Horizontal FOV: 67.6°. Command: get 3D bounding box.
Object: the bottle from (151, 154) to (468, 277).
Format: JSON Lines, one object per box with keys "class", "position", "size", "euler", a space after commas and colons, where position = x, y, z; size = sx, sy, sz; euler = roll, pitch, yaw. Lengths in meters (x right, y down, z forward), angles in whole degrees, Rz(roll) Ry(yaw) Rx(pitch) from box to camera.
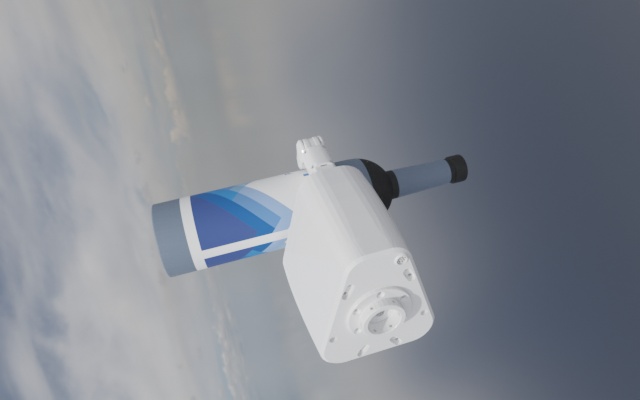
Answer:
{"class": "bottle", "position": [0.000, 0.001, 0.449], "size": [0.295, 0.069, 0.069], "euler": [-14, 3, -11]}
